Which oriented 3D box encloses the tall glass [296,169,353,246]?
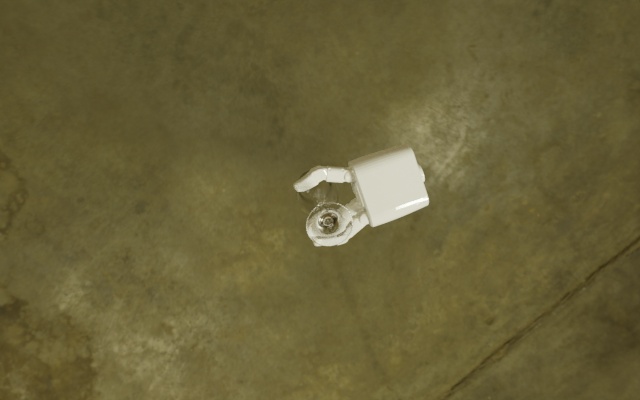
[{"bbox_3d":[0.000,0.003,0.828,0.079,0.079,0.201,0,20,-9],"label":"tall glass"}]
